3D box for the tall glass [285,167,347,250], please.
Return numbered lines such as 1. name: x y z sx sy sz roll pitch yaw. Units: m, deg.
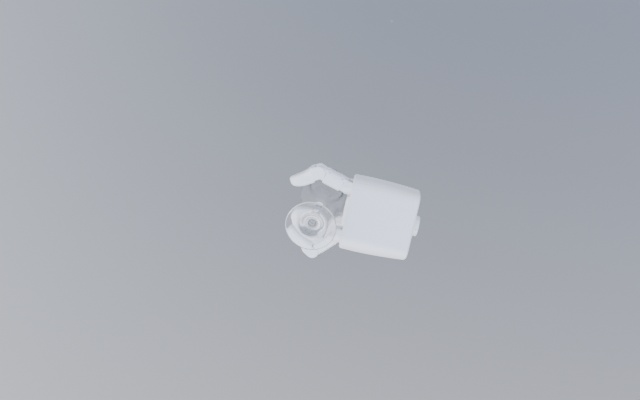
1. tall glass: 0.000 0.003 0.770 0.079 0.079 0.201 0 20 8
